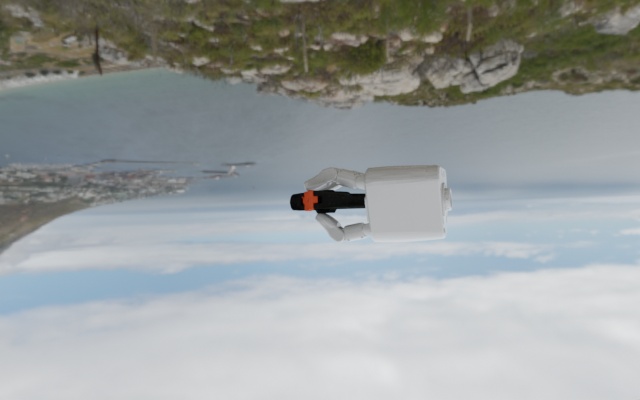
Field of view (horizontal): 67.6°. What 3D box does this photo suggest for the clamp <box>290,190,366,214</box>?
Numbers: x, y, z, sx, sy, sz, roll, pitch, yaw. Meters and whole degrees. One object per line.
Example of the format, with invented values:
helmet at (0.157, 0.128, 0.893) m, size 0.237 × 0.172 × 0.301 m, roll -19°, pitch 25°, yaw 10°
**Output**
clamp at (0.000, 0.003, 0.750) m, size 0.164 × 0.036 × 0.210 m, roll -4°, pitch -2°, yaw 21°
